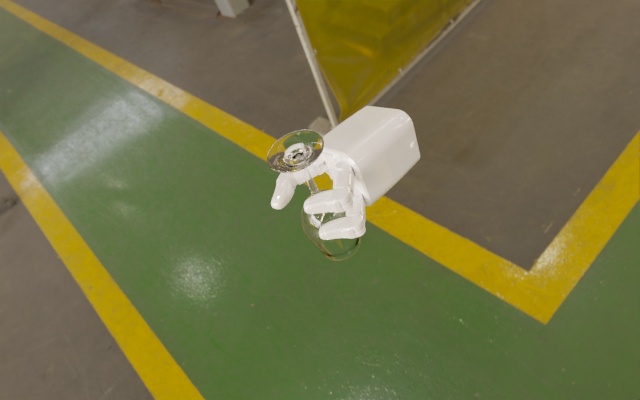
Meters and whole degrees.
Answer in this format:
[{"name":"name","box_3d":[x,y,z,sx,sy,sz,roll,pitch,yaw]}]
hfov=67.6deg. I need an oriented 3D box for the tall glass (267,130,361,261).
[{"name":"tall glass","box_3d":[0.000,0.002,0.653,0.079,0.079,0.201,0,-40,24]}]
